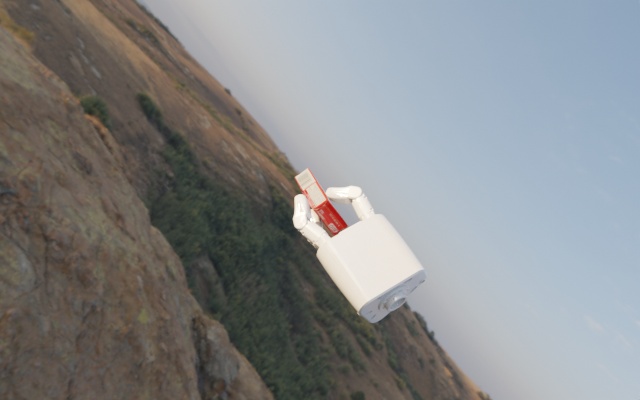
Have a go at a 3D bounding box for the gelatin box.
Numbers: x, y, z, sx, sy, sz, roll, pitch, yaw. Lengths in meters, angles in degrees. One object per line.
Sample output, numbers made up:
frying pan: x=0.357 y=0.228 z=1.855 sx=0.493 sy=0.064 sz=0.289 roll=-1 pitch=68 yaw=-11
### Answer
gelatin box: x=0.000 y=0.002 z=0.750 sx=0.030 sy=0.089 sz=0.073 roll=-34 pitch=-45 yaw=3
